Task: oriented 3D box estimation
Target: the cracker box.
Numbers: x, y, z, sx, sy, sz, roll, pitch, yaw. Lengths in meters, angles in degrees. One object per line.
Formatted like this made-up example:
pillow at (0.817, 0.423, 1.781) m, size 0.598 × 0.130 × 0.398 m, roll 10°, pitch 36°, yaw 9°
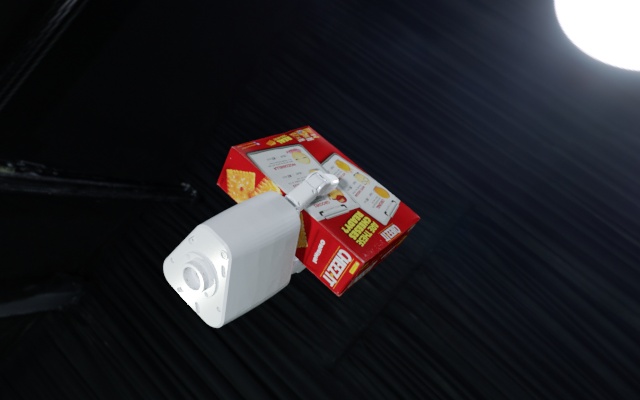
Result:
cracker box at (0.000, 0.002, 0.621) m, size 0.213 × 0.072 × 0.164 m, roll 41°, pitch 35°, yaw 16°
